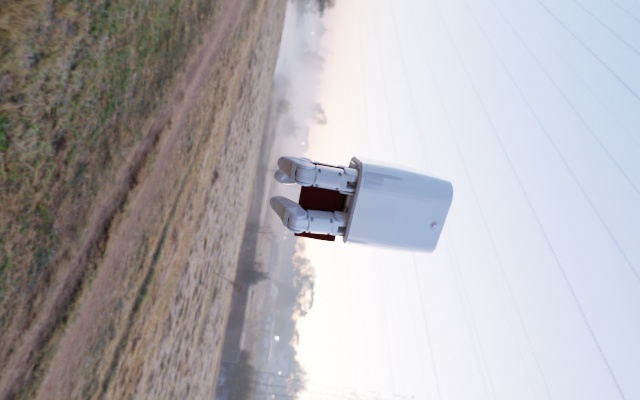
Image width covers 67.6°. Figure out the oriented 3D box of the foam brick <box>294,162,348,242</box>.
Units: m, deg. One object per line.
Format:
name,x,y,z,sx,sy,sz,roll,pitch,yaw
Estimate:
foam brick,0.000,0.002,0.568,0.051,0.078,0.053,10,28,-4
